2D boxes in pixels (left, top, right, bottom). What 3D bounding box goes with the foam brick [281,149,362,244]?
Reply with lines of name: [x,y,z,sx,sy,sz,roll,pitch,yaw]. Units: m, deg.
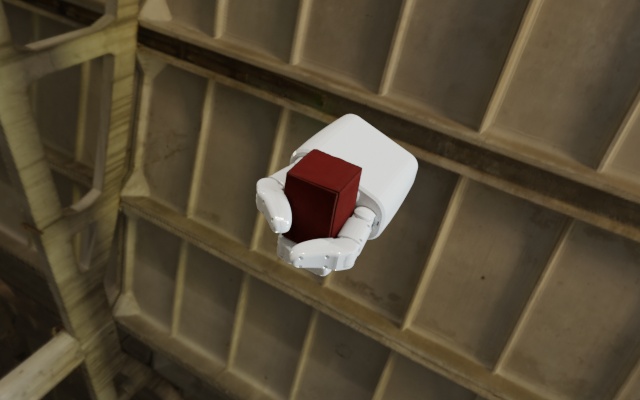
foam brick: [0.000,0.001,0.443,0.053,0.078,0.051,24,42,18]
